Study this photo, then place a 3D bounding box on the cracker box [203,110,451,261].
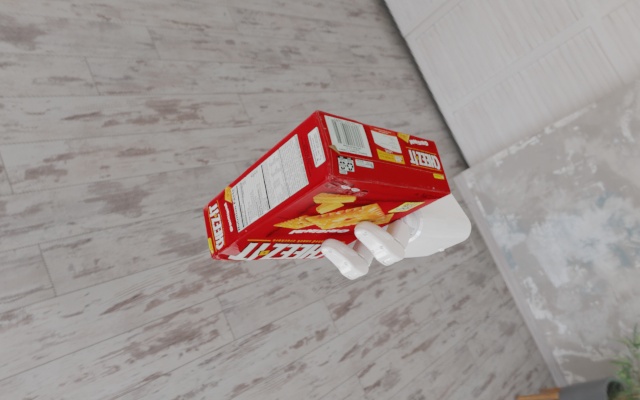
[{"bbox_3d":[0.000,0.001,0.507,0.164,0.072,0.214,6,-28,-40],"label":"cracker box"}]
